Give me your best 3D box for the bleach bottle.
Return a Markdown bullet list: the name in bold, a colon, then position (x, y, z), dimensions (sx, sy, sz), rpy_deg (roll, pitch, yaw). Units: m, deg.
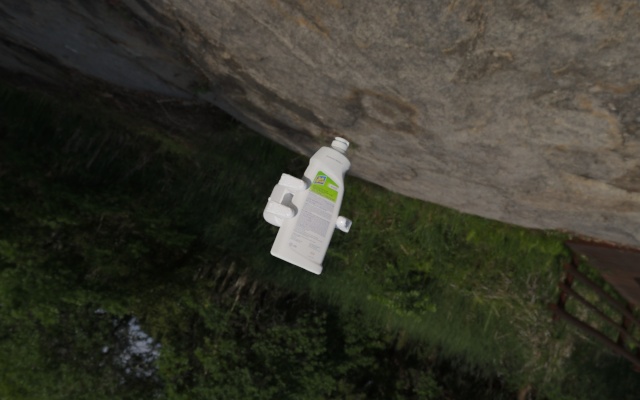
- **bleach bottle**: position (0.000, 0.003, 0.897), dimensions (0.102, 0.251, 0.068), rpy_deg (26, -9, -20)
